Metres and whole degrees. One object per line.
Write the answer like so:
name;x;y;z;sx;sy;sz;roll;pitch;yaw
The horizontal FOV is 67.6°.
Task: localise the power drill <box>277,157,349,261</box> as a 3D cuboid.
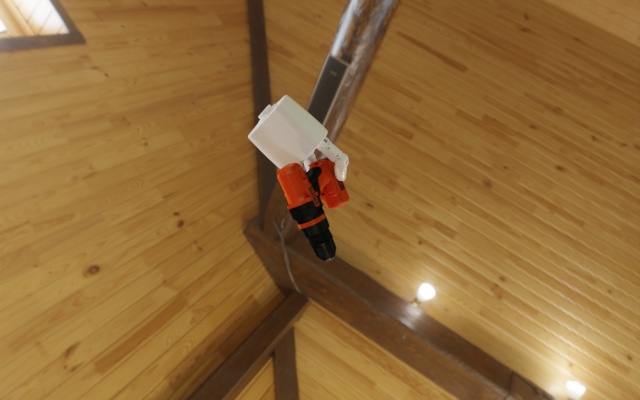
power drill;0.000;0.003;0.898;0.057;0.184;0.187;-20;9;21
